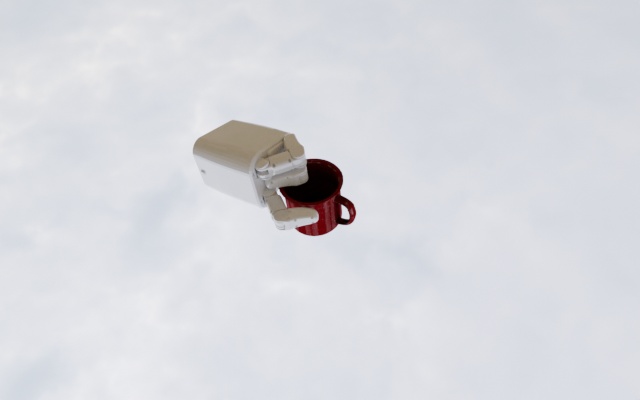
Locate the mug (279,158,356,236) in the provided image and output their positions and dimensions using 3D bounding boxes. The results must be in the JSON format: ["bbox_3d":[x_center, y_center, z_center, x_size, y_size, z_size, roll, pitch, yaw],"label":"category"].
[{"bbox_3d":[0.001,0.003,0.700,0.117,0.093,0.082,20,-36,23],"label":"mug"}]
